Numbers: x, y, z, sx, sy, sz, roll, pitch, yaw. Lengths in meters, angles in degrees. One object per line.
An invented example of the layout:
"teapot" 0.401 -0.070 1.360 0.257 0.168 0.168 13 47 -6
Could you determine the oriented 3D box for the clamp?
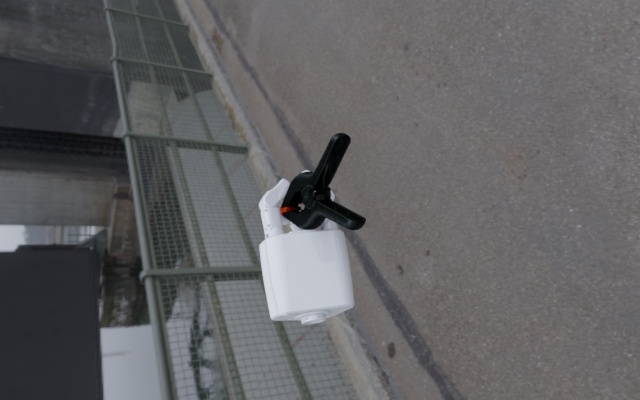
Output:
"clamp" -0.001 0.002 0.627 0.039 0.120 0.171 3 -25 -29
